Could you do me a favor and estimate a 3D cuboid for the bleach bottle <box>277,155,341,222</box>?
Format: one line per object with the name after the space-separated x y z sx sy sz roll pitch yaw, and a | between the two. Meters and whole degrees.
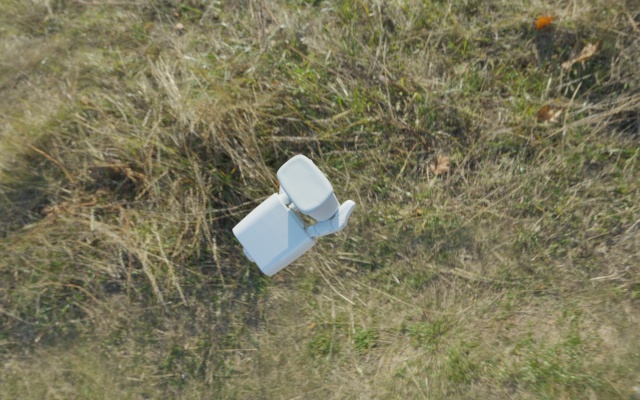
0.000 0.003 0.883 0.068 0.102 0.251 -38 -20 1 | bleach bottle
